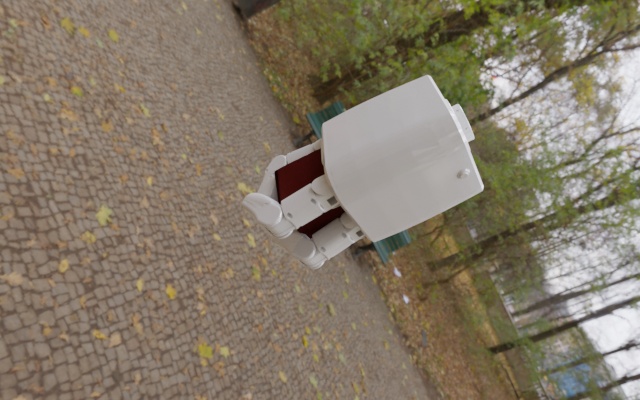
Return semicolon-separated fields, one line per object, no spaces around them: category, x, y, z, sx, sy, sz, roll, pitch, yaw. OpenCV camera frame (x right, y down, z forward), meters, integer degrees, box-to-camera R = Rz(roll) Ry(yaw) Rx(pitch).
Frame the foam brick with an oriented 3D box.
foam brick;0.000;0.002;0.445;0.051;0.053;0.078;-24;-41;15
